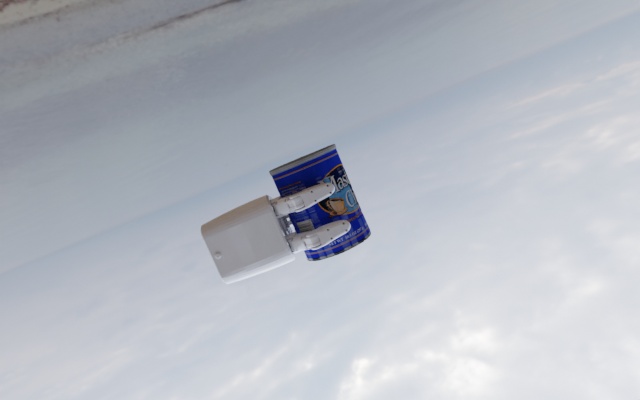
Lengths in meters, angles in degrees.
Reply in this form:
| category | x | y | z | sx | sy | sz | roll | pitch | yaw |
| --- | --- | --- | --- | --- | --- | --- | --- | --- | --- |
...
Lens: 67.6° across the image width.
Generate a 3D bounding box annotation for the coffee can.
| category | x | y | z | sx | sy | sz | roll | pitch | yaw |
| --- | --- | --- | --- | --- | --- | --- | --- | --- | --- |
| coffee can | 0.000 | 0.002 | 0.690 | 0.103 | 0.140 | 0.103 | -23 | 7 | 3 |
